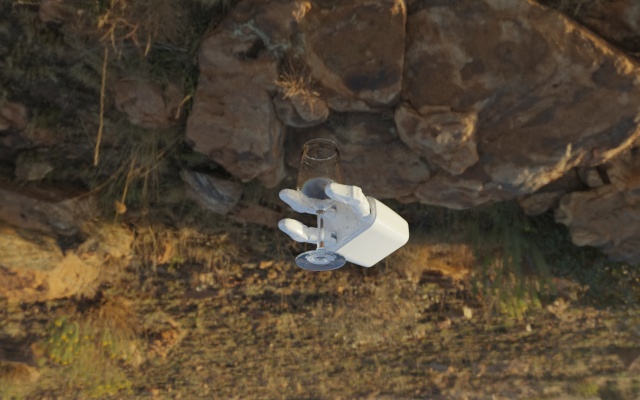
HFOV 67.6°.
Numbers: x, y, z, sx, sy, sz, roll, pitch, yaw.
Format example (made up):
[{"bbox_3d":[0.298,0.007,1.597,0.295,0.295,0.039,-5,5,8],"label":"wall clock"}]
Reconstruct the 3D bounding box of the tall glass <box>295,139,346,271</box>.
[{"bbox_3d":[0.000,0.003,0.745,0.079,0.201,0.079,0,-29,0],"label":"tall glass"}]
